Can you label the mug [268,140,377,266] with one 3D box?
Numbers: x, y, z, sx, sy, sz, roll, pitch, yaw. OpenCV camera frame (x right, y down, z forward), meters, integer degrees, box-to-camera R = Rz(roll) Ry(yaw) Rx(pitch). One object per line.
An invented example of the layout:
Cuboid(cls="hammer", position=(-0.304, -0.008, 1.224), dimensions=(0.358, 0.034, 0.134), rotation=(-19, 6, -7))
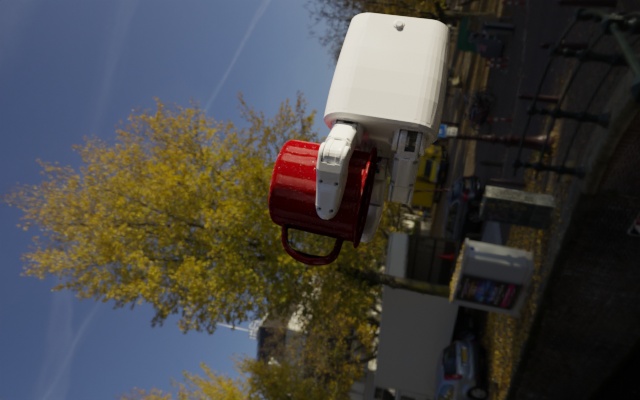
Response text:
Cuboid(cls="mug", position=(0.000, 0.003, 0.434), dimensions=(0.081, 0.117, 0.093), rotation=(11, -17, 10))
